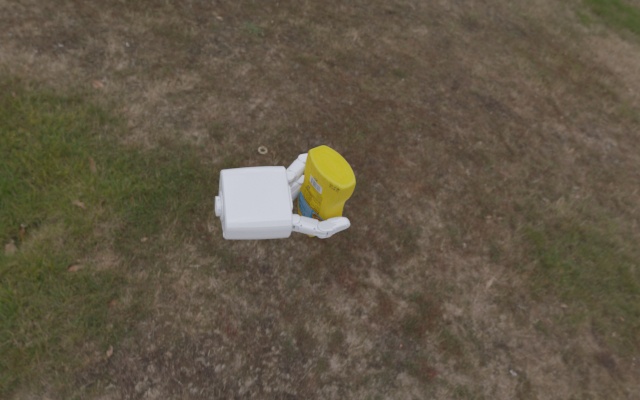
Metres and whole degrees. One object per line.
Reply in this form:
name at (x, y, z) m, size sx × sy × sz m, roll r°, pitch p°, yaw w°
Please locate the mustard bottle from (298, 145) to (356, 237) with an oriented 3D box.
mustard bottle at (0.000, 0.002, 0.829) m, size 0.058 × 0.096 × 0.192 m, roll -25°, pitch -29°, yaw -30°
